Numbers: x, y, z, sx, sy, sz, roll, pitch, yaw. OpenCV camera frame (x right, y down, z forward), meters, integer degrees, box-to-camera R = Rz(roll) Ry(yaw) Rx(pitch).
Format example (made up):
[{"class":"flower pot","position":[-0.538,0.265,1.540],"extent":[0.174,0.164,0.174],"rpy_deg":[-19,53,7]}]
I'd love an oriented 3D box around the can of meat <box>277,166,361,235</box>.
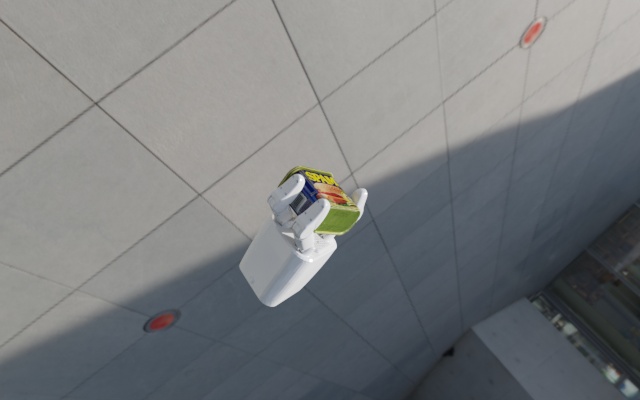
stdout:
[{"class":"can of meat","position":[0.000,0.002,0.689],"extent":[0.102,0.057,0.084],"rpy_deg":[9,36,-52]}]
